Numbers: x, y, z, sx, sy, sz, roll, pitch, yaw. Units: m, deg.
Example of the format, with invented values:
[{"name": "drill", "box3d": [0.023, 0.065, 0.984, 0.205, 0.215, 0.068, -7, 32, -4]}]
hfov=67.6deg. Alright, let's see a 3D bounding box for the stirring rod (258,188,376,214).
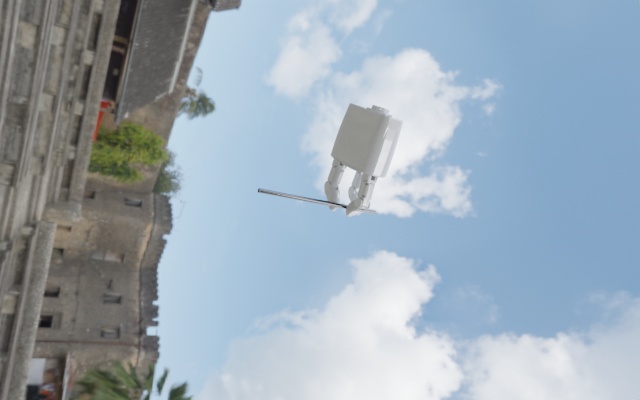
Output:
[{"name": "stirring rod", "box3d": [0.000, 0.003, 0.864, 0.239, 0.011, 0.011, 11, -5, -28]}]
